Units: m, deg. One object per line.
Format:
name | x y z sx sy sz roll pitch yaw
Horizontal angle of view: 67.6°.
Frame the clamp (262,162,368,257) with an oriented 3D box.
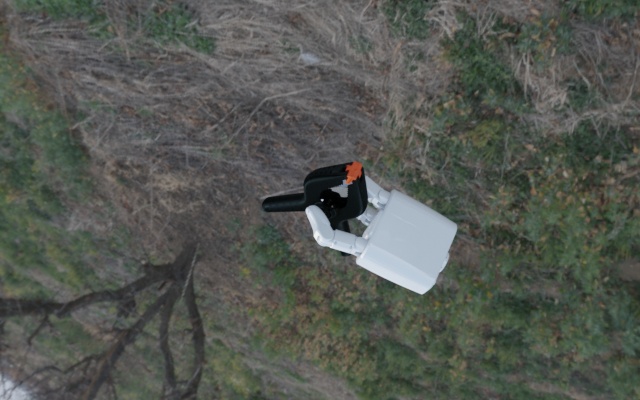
clamp | 0.000 0.003 0.693 0.164 0.036 0.210 25 -33 0
